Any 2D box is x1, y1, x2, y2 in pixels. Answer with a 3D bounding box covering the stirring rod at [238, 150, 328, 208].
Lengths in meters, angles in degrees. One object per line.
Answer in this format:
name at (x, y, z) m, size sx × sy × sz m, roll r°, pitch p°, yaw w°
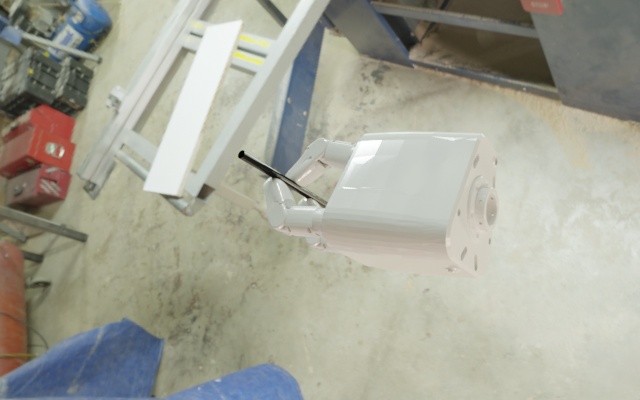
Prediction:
stirring rod at (0.000, 0.002, 0.499) m, size 0.011 × 0.011 × 0.240 m, roll 0°, pitch -20°, yaw 37°
